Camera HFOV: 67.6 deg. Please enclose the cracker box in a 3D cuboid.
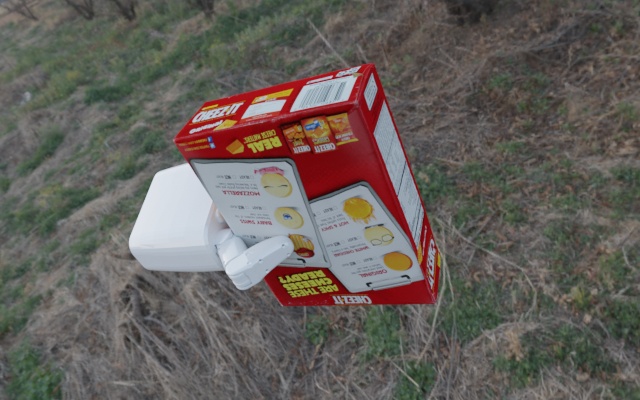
[{"bbox_3d":[0.000,0.001,0.423,0.164,0.214,0.072,-7,39,27],"label":"cracker box"}]
